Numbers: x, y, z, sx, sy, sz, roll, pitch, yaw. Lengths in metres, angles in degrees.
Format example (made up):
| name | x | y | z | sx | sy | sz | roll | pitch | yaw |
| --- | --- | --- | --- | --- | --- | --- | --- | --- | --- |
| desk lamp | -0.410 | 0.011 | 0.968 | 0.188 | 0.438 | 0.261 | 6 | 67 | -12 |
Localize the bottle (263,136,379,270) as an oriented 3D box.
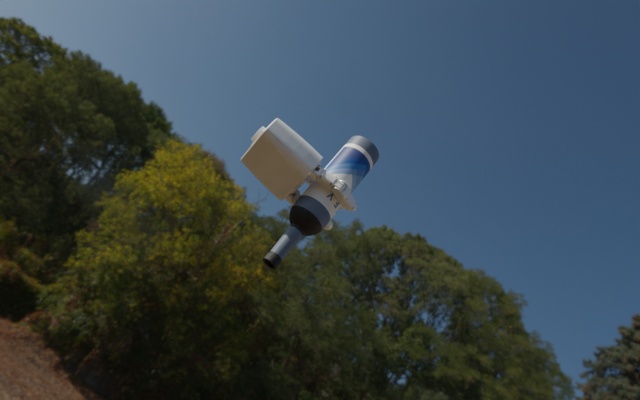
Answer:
| name | x | y | z | sx | sy | sz | roll | pitch | yaw |
| --- | --- | --- | --- | --- | --- | --- | --- | --- | --- |
| bottle | 0.000 | 0.003 | 0.837 | 0.069 | 0.069 | 0.295 | 0 | 43 | 50 |
